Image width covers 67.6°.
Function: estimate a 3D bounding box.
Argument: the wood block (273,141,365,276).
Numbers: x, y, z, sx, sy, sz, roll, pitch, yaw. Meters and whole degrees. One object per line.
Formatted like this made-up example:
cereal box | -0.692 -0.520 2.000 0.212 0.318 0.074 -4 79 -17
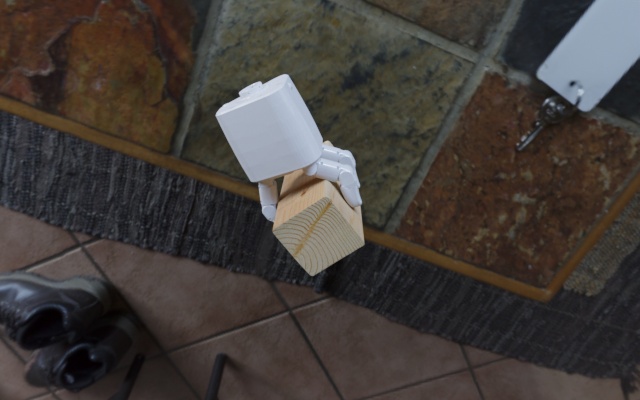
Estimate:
wood block | 0.000 0.002 0.706 0.091 0.090 0.206 -33 21 17
